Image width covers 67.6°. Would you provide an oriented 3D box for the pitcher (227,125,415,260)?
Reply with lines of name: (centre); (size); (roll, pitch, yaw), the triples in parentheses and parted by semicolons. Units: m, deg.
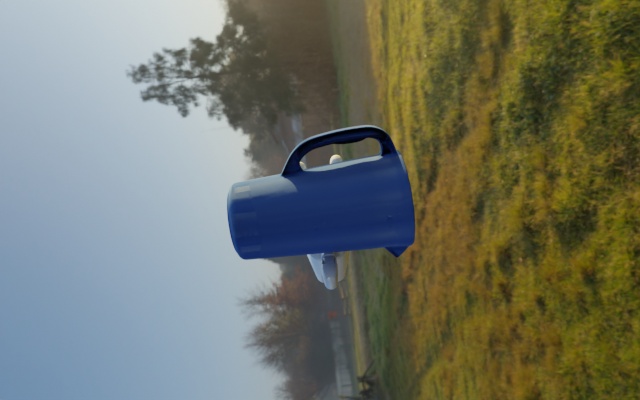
pitcher: (0.000, 0.002, 0.654); (0.243, 0.149, 0.145); (-8, -29, 0)
